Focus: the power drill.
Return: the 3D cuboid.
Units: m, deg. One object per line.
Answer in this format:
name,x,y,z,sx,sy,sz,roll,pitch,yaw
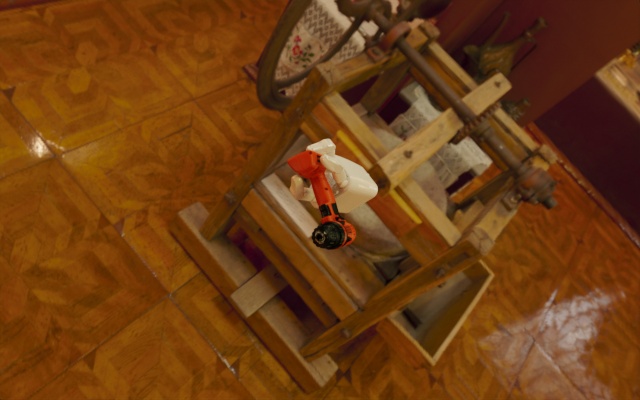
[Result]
power drill,0.000,0.002,0.895,0.057,0.187,0.184,-22,-8,13
